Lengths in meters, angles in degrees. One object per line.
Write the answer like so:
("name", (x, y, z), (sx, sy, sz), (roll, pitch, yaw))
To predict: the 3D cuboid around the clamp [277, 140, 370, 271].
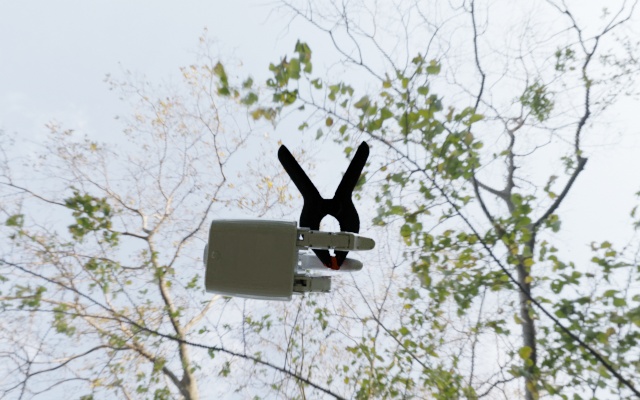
("clamp", (0.000, 0.002, 0.614), (0.120, 0.171, 0.039), (4, -7, -2))
